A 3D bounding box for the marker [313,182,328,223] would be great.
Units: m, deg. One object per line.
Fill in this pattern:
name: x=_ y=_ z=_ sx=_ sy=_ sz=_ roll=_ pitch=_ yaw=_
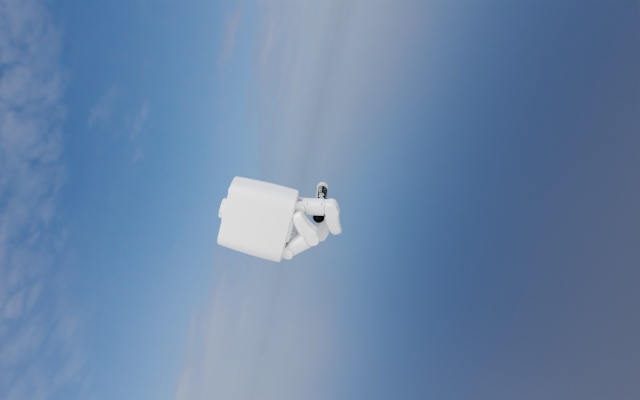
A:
marker: x=0.000 y=0.003 z=0.809 sx=0.020 sy=0.020 sz=0.121 roll=0 pitch=28 yaw=4
